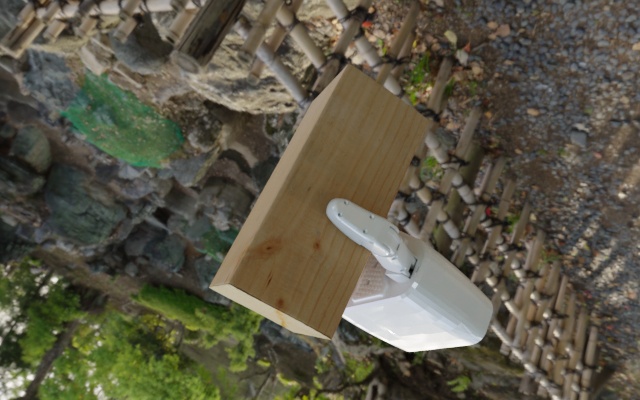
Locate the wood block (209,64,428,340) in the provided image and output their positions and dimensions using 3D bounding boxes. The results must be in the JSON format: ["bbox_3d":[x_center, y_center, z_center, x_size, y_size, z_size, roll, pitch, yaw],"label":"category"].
[{"bbox_3d":[0.000,0.002,0.412,0.090,0.206,0.091,32,-21,-14],"label":"wood block"}]
